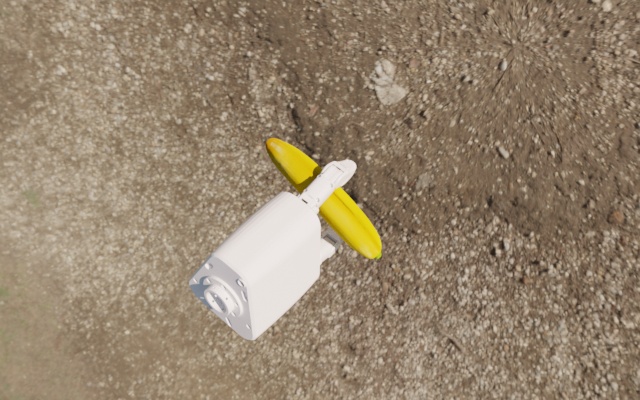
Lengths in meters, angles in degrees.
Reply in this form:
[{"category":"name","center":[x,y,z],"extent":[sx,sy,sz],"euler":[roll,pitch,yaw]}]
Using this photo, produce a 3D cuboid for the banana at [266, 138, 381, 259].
[{"category":"banana","center":[0.008,0.003,0.545],"extent":[0.037,0.198,0.069],"euler":[-44,8,-16]}]
